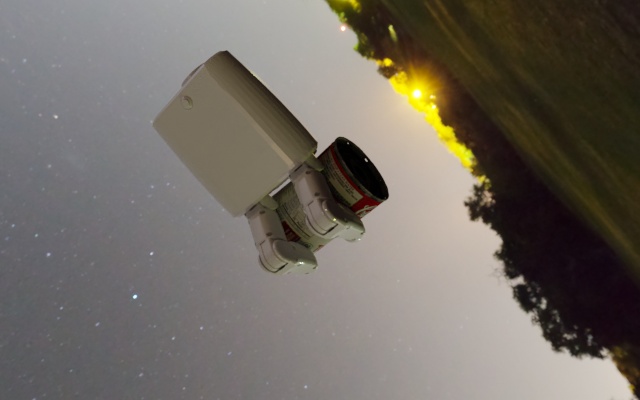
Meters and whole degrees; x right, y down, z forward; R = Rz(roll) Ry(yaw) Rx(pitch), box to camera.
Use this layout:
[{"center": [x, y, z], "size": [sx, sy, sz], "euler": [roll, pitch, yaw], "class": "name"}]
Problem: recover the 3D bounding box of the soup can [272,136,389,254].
[{"center": [0.000, 0.002, 0.425], "size": [0.102, 0.068, 0.068], "euler": [-39, -18, 23], "class": "soup can"}]
